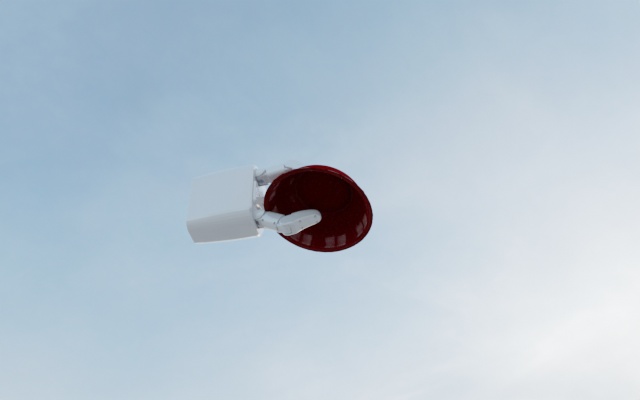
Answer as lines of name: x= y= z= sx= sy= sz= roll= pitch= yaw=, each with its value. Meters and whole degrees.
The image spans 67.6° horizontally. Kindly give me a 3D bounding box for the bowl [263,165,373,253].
bowl: x=0.002 y=0.002 z=0.712 sx=0.162 sy=0.162 sz=0.055 roll=0 pitch=39 yaw=13
